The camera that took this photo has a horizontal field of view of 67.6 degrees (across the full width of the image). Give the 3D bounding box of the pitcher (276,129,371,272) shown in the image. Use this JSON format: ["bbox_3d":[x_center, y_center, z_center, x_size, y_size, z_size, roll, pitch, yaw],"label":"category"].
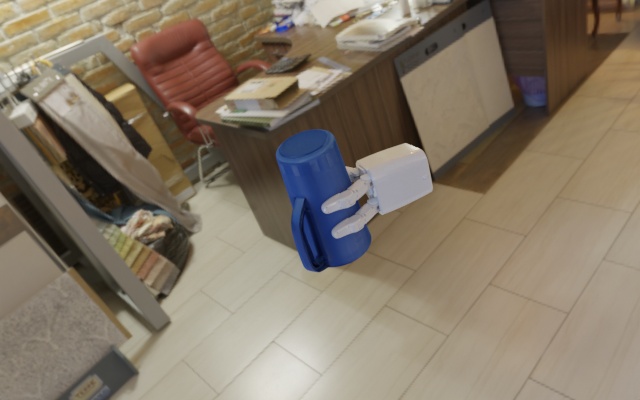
[{"bbox_3d":[0.000,0.003,0.879,0.145,0.243,0.149,-22,33,-3],"label":"pitcher"}]
